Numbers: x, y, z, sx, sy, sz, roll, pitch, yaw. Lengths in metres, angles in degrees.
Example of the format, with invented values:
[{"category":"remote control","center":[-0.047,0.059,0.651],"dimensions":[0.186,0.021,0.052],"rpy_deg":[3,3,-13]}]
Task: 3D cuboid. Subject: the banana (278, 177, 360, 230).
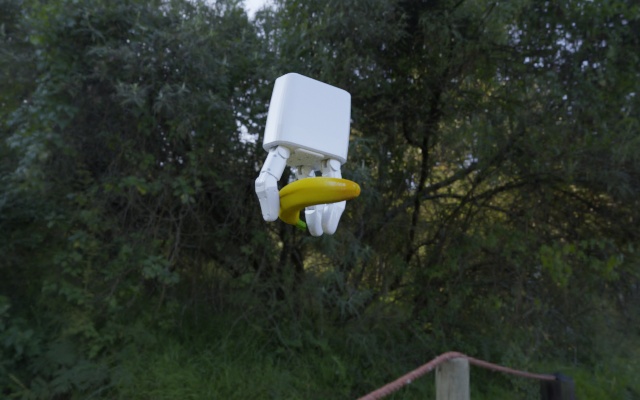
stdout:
[{"category":"banana","center":[-0.018,-0.001,0.626],"dimensions":[0.069,0.037,0.198],"rpy_deg":[14,-18,-18]}]
